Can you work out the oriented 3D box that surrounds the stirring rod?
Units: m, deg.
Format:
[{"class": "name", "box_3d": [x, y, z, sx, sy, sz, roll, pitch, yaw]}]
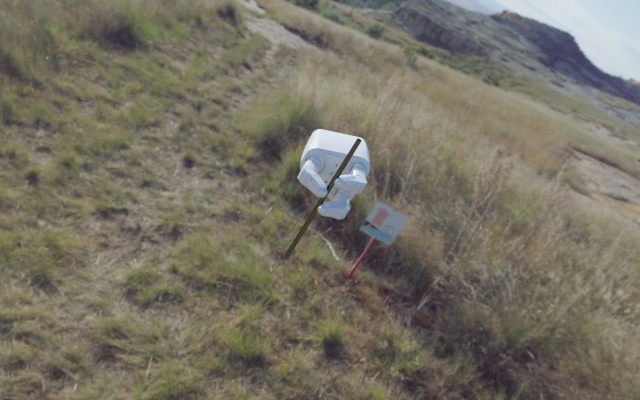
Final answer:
[{"class": "stirring rod", "box_3d": [0.000, 0.002, 0.750, 0.011, 0.240, 0.011, 25, 28, -14]}]
